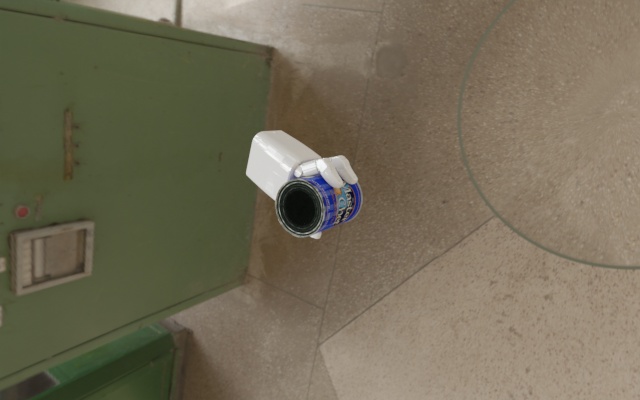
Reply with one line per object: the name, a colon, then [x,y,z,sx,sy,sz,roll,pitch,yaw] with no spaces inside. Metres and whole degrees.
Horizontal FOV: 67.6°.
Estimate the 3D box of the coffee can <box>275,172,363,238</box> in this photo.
coffee can: [0.000,0.003,0.869,0.103,0.103,0.140,0,9,32]
